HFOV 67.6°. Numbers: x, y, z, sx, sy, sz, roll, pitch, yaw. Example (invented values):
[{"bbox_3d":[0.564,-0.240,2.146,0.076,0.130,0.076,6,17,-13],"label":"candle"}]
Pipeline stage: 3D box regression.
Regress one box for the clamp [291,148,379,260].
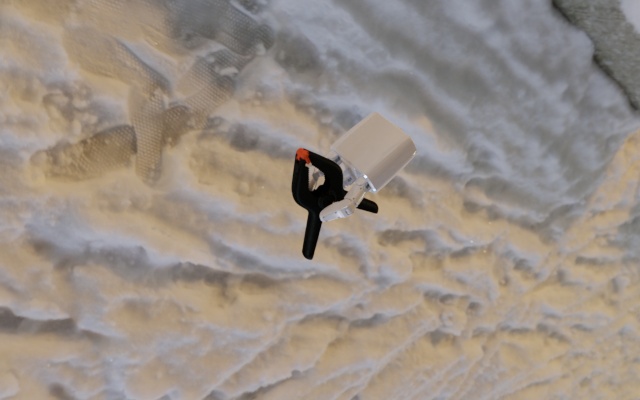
[{"bbox_3d":[0.000,0.003,0.816,0.036,0.164,0.210,44,-8,49],"label":"clamp"}]
